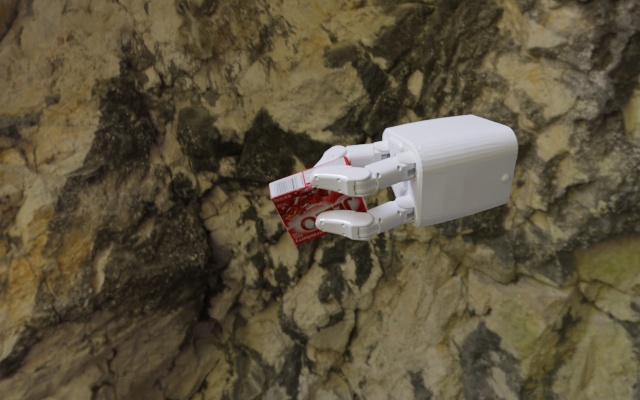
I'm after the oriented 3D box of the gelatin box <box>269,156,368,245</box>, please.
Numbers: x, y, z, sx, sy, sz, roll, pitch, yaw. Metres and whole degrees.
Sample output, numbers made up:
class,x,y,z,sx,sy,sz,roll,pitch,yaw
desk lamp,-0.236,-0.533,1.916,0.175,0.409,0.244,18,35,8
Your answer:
class,x,y,z,sx,sy,sz,roll,pitch,yaw
gelatin box,0.000,0.001,0.507,0.089,0.073,0.030,-19,40,5
